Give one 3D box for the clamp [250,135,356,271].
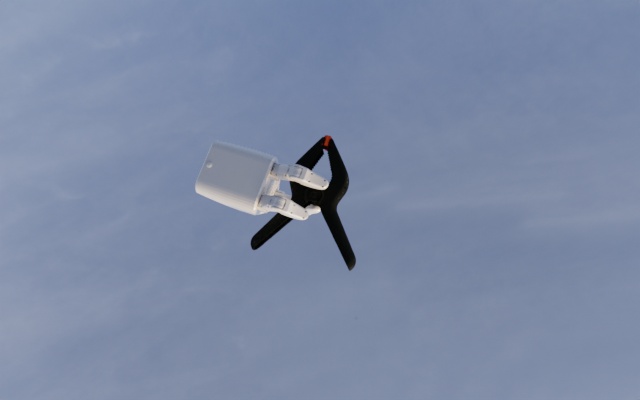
[{"bbox_3d":[0.000,0.002,0.750,0.164,0.210,0.036,18,-12,7],"label":"clamp"}]
